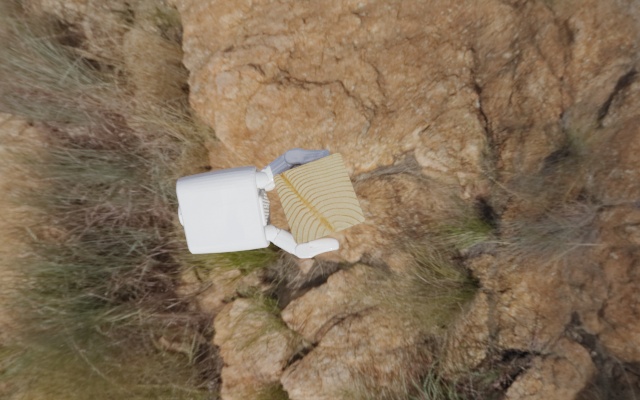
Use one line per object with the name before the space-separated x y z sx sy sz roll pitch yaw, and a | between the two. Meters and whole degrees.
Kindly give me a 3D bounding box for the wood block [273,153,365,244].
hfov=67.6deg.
wood block | 0.000 0.003 0.671 0.090 0.091 0.206 -20 -3 1
